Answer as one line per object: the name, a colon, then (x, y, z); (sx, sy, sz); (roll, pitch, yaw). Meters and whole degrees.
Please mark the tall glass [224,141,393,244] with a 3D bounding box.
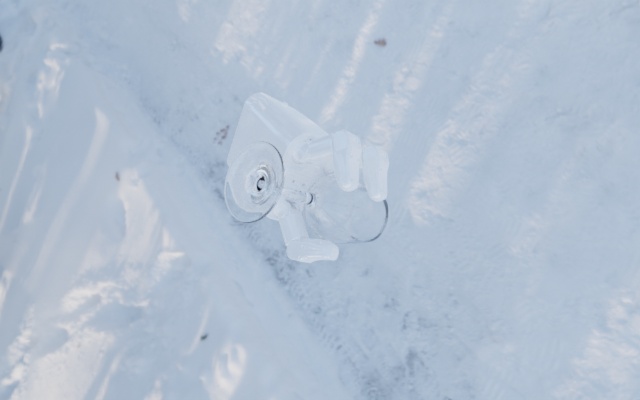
tall glass: (0.000, 0.002, 0.498); (0.079, 0.079, 0.201); (0, -11, 38)
